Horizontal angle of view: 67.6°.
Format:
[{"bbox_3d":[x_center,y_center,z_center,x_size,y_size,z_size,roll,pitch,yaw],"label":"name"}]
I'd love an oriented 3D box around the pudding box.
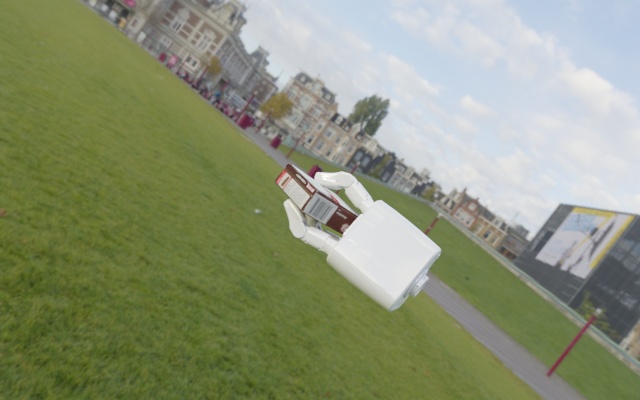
[{"bbox_3d":[0.000,0.002,0.680,0.113,0.039,0.090,34,6,-42],"label":"pudding box"}]
